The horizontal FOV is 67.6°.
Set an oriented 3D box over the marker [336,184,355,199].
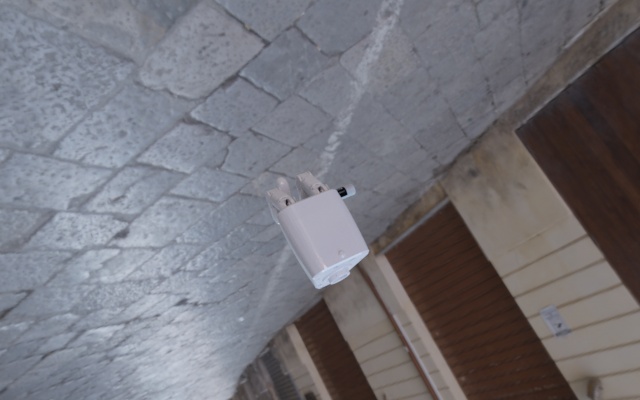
[{"bbox_3d":[0.000,0.002,0.751,0.121,0.020,0.020,-22,9,-22],"label":"marker"}]
